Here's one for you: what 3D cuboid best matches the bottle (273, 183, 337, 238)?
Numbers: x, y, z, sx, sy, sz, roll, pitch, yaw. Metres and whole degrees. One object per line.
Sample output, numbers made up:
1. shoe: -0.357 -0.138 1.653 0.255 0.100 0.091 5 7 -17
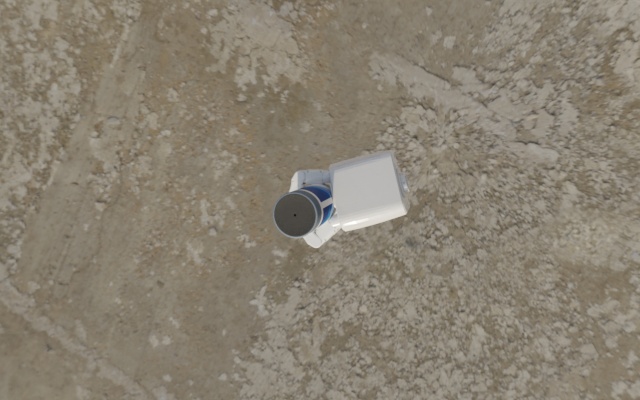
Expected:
1. bottle: 0.000 0.003 0.814 0.069 0.069 0.295 0 7 14
